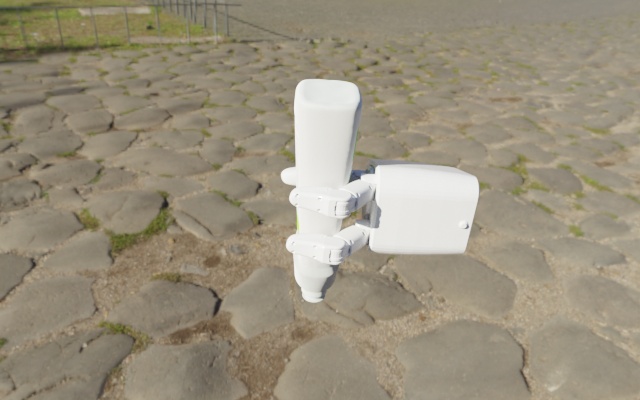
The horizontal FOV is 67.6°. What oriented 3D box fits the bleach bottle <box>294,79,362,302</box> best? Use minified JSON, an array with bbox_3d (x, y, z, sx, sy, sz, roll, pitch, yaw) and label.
[{"bbox_3d":[0.000,0.002,0.533,0.068,0.251,0.102,4,28,-1],"label":"bleach bottle"}]
